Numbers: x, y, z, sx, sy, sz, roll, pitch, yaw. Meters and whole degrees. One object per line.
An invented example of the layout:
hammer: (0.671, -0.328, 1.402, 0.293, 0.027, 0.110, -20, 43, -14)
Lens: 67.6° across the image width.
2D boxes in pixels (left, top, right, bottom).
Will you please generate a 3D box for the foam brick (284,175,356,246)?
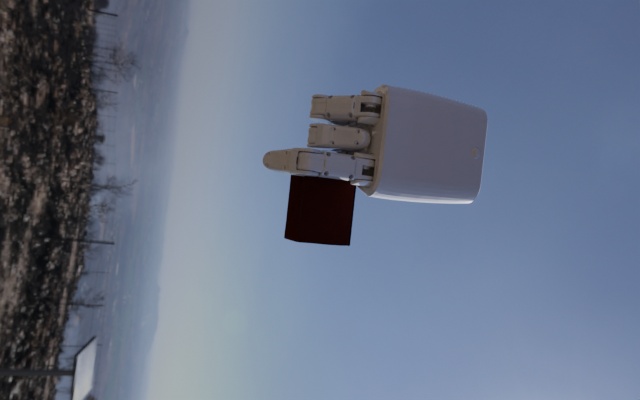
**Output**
foam brick: (0.000, 0.002, 0.446, 0.051, 0.078, 0.053, 6, 0, -17)
